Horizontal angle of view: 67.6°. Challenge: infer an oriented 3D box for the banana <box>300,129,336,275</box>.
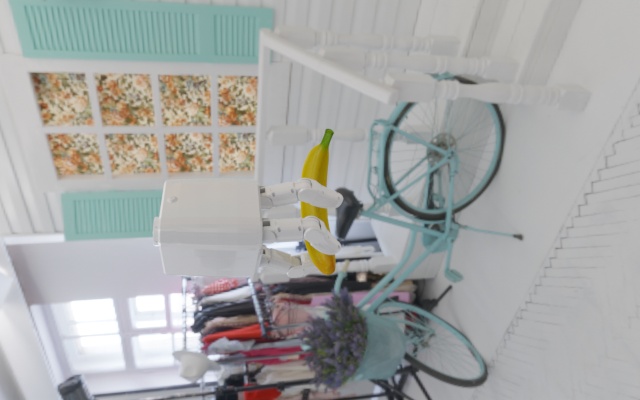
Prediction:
[{"bbox_3d":[-0.004,0.006,0.616,0.037,0.197,0.070,4,-25,-13],"label":"banana"}]
